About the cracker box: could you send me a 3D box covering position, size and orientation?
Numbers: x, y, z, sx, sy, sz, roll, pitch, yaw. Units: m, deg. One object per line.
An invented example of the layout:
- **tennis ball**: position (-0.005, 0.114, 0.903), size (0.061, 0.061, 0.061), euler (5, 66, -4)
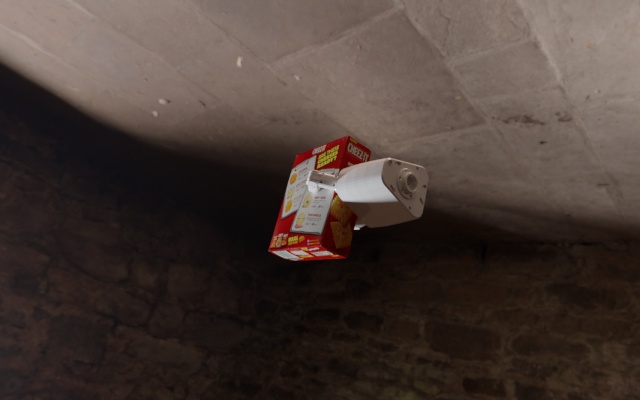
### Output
- **cracker box**: position (0.000, 0.003, 0.894), size (0.072, 0.213, 0.164), euler (29, -25, -32)
